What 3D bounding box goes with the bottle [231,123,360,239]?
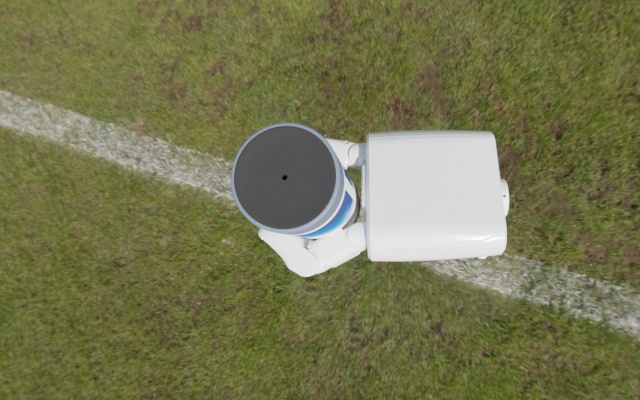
[{"bbox_3d":[0.000,0.001,0.426,0.069,0.069,0.296,0,-6,8],"label":"bottle"}]
